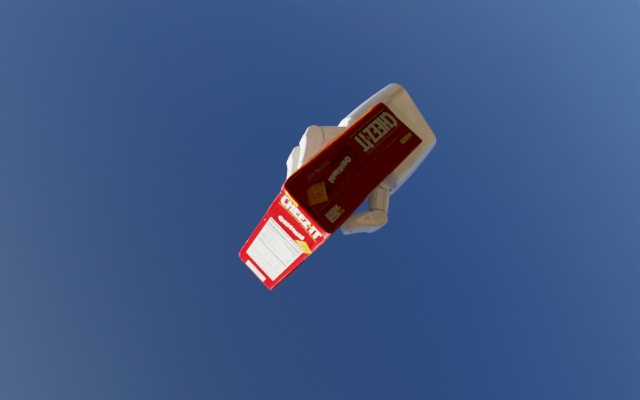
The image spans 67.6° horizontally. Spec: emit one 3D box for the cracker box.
[{"bbox_3d":[0.000,0.002,0.556,0.164,0.072,0.214,-44,-3,-31],"label":"cracker box"}]
